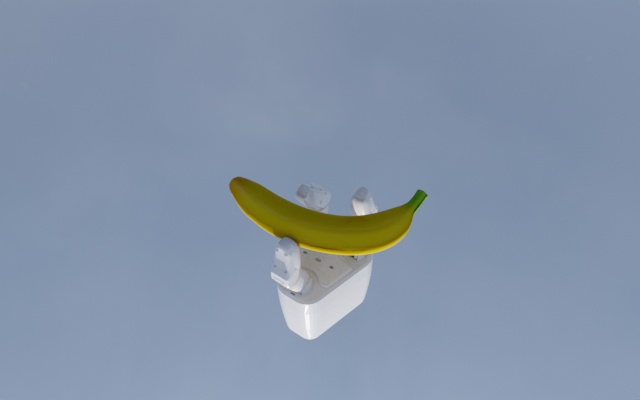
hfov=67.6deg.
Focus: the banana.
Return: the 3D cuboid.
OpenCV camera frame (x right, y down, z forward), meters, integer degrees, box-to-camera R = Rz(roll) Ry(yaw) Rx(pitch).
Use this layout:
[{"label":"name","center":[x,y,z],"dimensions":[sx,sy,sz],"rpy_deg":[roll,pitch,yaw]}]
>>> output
[{"label":"banana","center":[0.001,0.017,0.464],"dimensions":[0.198,0.069,0.037],"rpy_deg":[5,-32,8]}]
